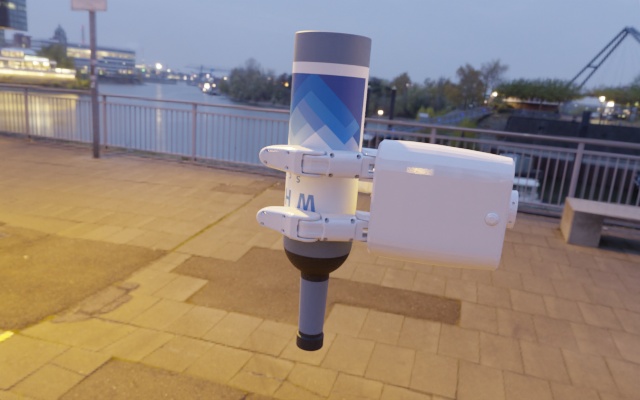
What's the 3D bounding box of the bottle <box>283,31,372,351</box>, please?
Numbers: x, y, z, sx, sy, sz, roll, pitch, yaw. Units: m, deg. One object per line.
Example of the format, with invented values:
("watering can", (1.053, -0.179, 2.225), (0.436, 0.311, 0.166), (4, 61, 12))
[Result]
("bottle", (0.000, 0.001, 0.445), (0.069, 0.296, 0.069), (4, 13, -1))
